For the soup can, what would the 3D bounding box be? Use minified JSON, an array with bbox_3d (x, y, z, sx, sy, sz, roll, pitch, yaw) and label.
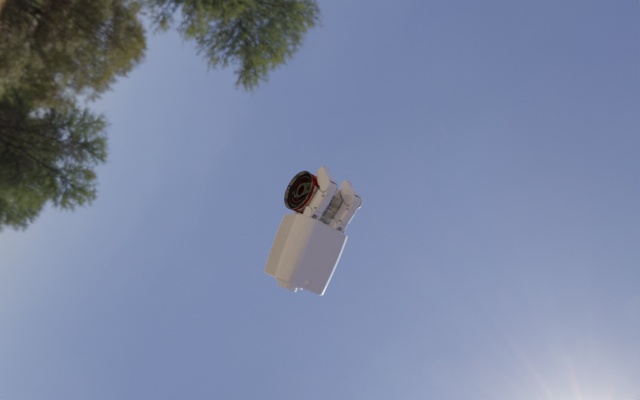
[{"bbox_3d":[0.000,0.002,0.793,0.102,0.068,0.068,28,-17,-35],"label":"soup can"}]
